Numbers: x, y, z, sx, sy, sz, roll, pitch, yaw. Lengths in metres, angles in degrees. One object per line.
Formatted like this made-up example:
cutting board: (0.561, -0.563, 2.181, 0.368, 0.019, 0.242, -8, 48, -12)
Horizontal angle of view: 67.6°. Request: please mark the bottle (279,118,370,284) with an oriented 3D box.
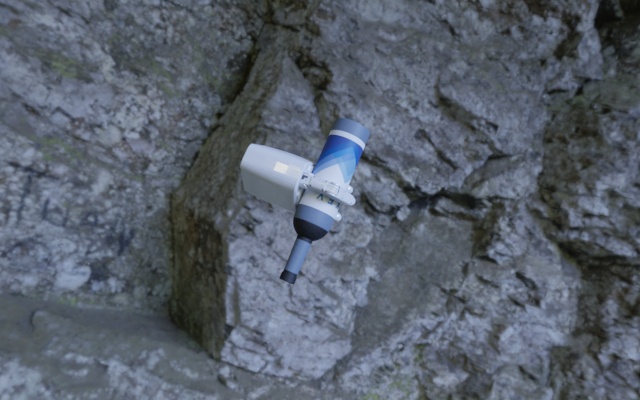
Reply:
bottle: (0.000, 0.002, 0.825, 0.069, 0.295, 0.069, 22, -10, 4)
